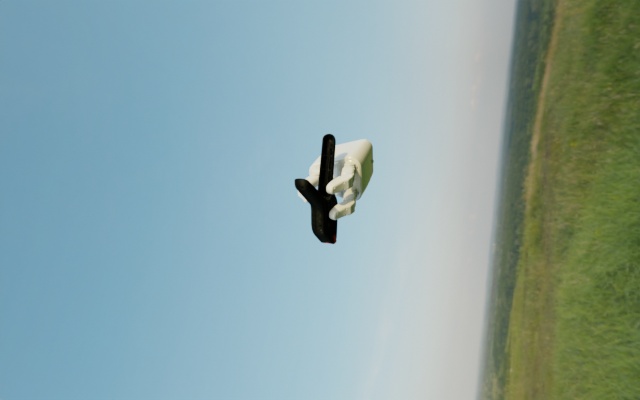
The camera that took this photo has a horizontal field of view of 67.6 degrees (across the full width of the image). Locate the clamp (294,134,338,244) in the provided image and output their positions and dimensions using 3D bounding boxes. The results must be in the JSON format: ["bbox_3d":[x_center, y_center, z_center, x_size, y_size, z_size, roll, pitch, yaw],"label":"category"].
[{"bbox_3d":[0.000,0.003,0.881,0.036,0.210,0.164,6,31,21],"label":"clamp"}]
